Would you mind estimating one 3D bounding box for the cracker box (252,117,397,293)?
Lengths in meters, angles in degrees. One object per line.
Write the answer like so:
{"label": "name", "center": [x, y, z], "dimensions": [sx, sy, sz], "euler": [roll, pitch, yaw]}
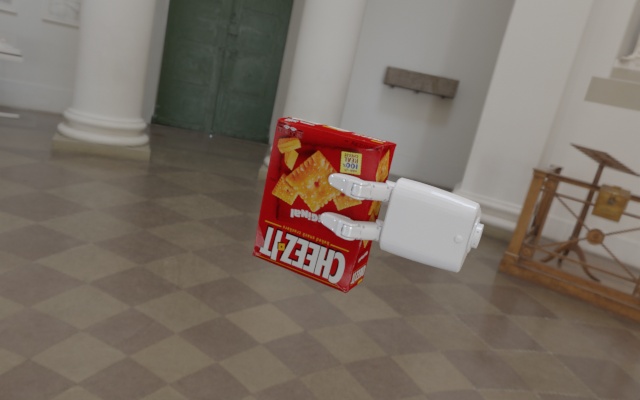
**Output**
{"label": "cracker box", "center": [0.000, 0.002, 0.687], "dimensions": [0.164, 0.214, 0.072], "euler": [19, 15, 22]}
